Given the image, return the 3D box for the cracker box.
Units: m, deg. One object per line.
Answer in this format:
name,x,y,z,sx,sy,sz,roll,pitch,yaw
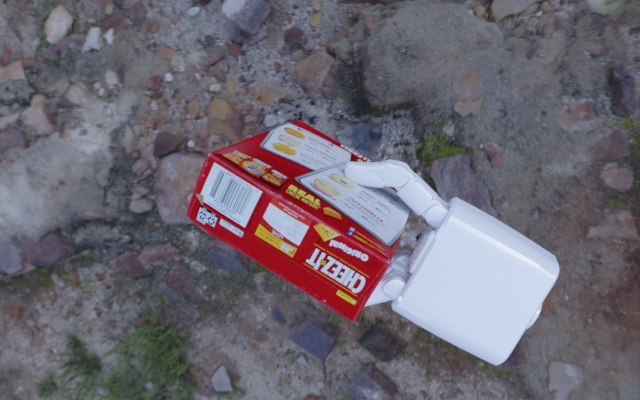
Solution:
cracker box,0.000,0.001,0.462,0.164,0.072,0.213,30,22,7
